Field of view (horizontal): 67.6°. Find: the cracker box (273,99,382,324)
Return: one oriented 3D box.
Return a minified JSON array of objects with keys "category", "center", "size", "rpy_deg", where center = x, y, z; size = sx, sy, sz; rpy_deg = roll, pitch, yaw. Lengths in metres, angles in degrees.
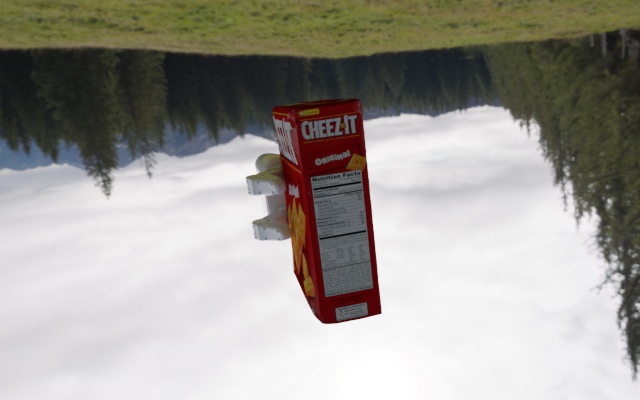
[{"category":"cracker box","center":[0.000,0.002,0.519],"size":[0.072,0.214,0.164],"rpy_deg":[-10,13,-11]}]
